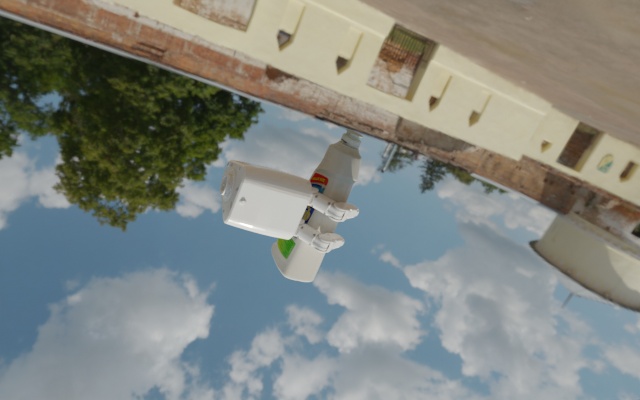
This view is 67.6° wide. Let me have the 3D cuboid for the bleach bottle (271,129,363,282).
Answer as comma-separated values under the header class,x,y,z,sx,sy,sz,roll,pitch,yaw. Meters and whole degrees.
class,x,y,z,sx,sy,sz,roll,pitch,yaw
bleach bottle,0.000,0.003,0.768,0.068,0.251,0.102,15,20,-26
